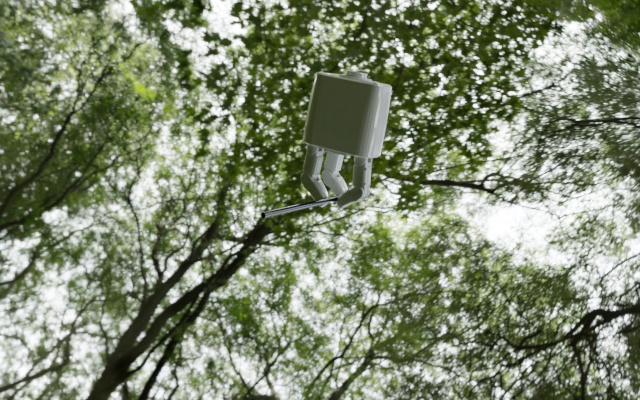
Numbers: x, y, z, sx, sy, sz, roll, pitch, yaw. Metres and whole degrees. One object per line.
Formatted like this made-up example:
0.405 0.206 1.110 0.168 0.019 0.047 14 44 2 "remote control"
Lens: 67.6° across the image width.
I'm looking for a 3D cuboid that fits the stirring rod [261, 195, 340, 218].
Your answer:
0.000 0.002 0.712 0.011 0.011 0.239 0 8 39 "stirring rod"
